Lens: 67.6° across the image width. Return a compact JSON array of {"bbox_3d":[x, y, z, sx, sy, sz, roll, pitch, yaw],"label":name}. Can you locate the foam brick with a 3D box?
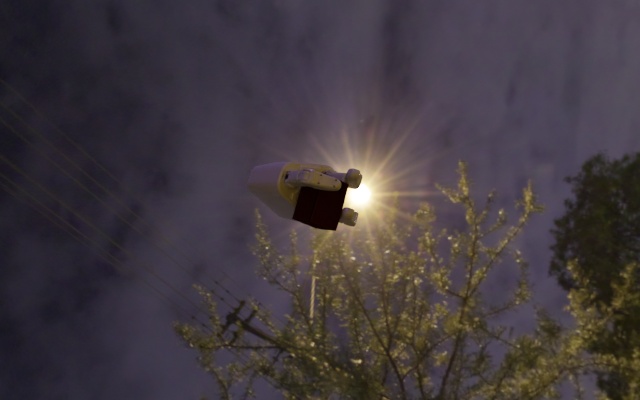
[{"bbox_3d":[0.000,0.003,0.731,0.053,0.078,0.051,24,-13,-34],"label":"foam brick"}]
